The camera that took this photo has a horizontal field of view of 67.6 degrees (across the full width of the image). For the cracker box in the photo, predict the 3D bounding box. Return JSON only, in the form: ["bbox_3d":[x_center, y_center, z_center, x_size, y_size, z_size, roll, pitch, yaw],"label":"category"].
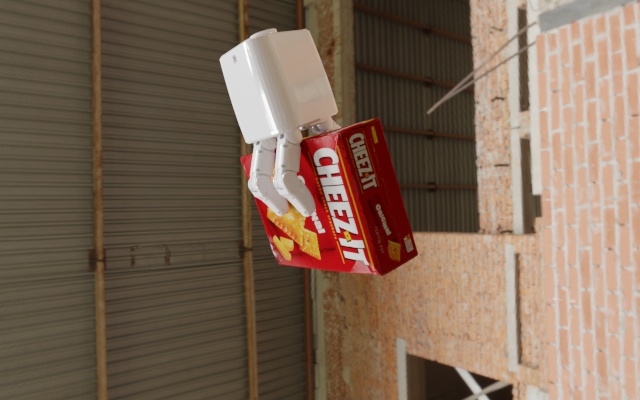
[{"bbox_3d":[0.000,0.002,0.593,0.072,0.164,0.214,-25,12,-35],"label":"cracker box"}]
